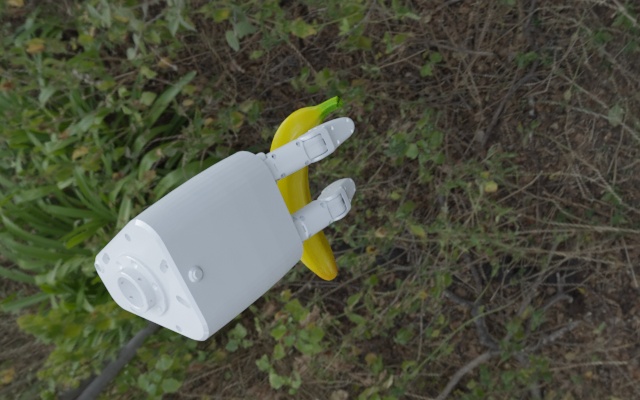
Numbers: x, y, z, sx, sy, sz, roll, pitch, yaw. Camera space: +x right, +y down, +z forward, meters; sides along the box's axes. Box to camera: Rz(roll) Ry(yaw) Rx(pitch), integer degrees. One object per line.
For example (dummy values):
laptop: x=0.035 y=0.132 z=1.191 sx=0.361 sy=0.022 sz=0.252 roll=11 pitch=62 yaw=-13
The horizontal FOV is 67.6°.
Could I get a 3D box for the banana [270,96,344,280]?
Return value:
banana: x=-0.016 y=-0.006 z=0.465 sx=0.069 sy=0.198 sz=0.037 roll=15 pitch=34 yaw=24
